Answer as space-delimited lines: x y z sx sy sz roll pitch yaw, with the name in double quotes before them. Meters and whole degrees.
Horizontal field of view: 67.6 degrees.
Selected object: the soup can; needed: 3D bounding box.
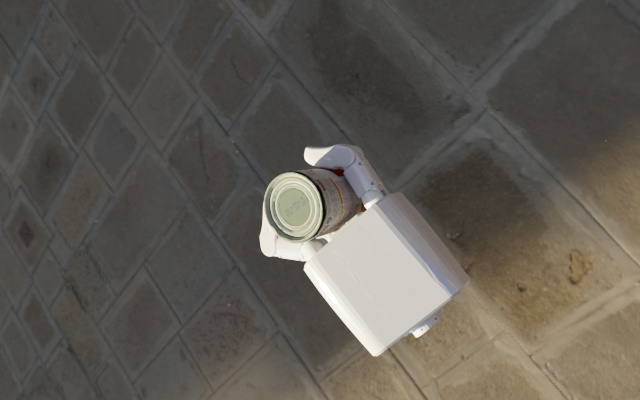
"soup can" 0.000 0.001 0.473 0.068 0.068 0.102 0 6 31
